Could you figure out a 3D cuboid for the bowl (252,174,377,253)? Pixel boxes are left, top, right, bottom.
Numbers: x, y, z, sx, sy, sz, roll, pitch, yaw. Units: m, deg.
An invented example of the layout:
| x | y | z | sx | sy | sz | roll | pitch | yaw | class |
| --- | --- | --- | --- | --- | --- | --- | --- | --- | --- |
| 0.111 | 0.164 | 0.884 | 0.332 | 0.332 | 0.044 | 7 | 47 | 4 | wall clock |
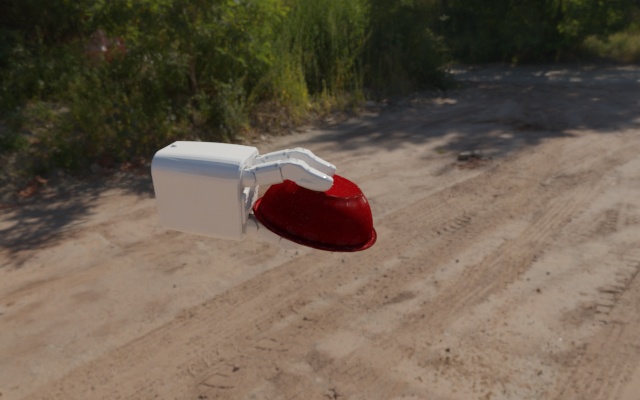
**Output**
| x | y | z | sx | sy | sz | roll | pitch | yaw | class |
| --- | --- | --- | --- | --- | --- | --- | --- | --- | --- |
| 0.001 | 0.002 | 0.595 | 0.162 | 0.055 | 0.162 | 14 | 20 | -5 | bowl |
